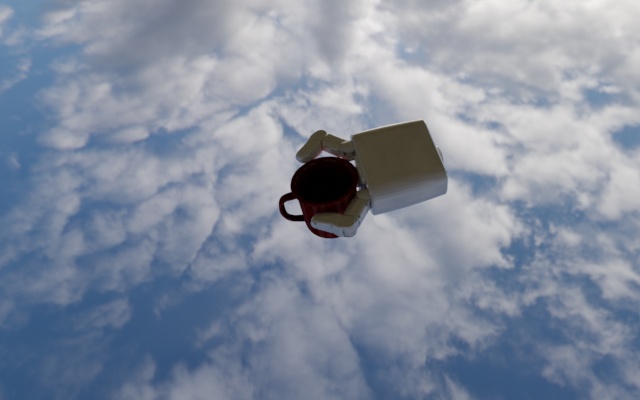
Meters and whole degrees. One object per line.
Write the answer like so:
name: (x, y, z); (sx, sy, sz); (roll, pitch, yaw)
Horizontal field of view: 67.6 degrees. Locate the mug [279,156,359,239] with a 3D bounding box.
mug: (-0.001, 0.003, 0.667); (0.117, 0.093, 0.082); (-15, -44, -1)
